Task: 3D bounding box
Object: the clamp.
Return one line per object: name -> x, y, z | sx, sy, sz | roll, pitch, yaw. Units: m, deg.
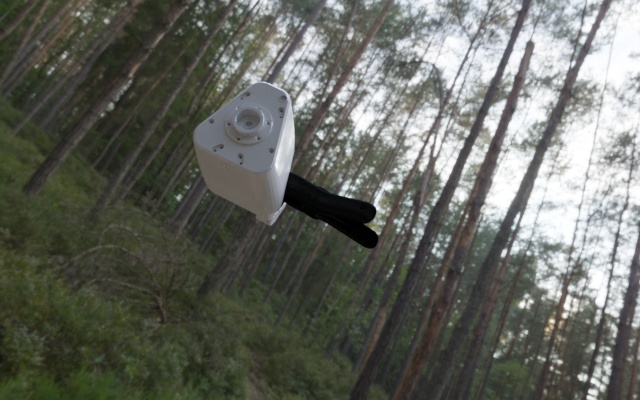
clamp -> 0.000, 0.001, 0.593 | 0.171, 0.039, 0.120 | 26, -22, 8
